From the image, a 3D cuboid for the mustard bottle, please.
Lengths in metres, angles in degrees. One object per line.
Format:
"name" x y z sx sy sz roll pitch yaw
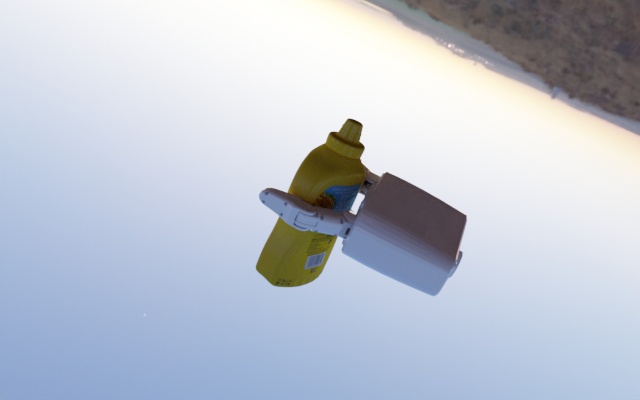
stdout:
"mustard bottle" 0.000 0.002 0.518 0.058 0.192 0.096 38 26 30
